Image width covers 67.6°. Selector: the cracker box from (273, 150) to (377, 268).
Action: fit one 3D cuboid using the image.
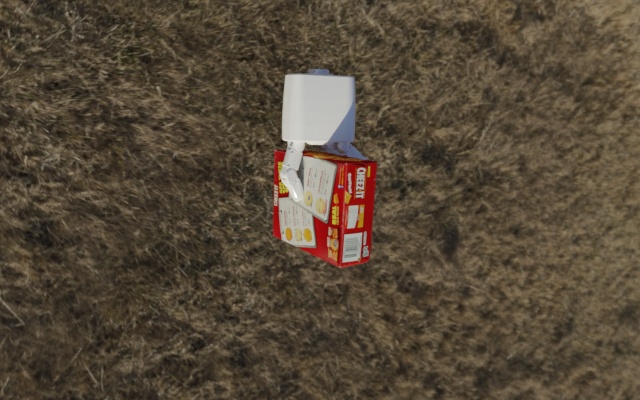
[{"bbox_3d":[0.000,0.003,0.812,0.072,0.164,0.213,-5,13,-34],"label":"cracker box"}]
